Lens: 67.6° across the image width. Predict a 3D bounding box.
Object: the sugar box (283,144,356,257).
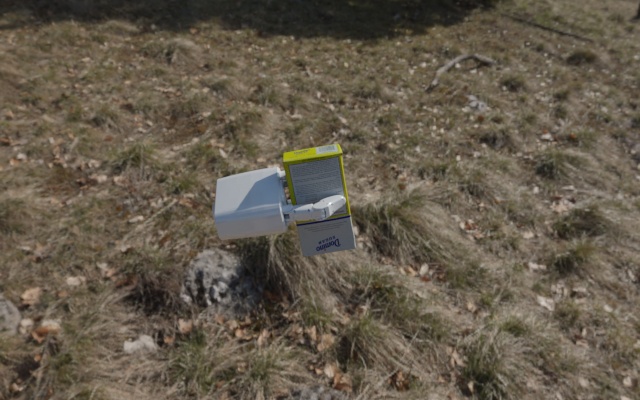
[{"bbox_3d":[0.000,0.002,0.779,0.093,0.176,0.048,-9,28,1],"label":"sugar box"}]
